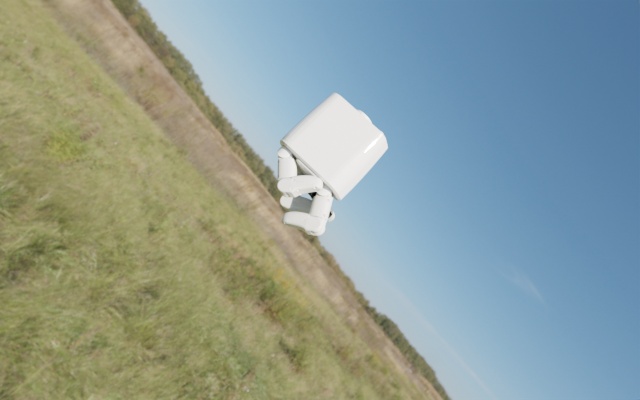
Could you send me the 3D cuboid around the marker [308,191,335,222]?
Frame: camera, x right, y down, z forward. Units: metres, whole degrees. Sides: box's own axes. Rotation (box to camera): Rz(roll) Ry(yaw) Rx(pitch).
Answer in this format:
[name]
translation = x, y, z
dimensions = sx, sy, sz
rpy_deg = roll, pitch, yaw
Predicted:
[marker]
translation = 0.000, 0.002, 0.702
dimensions = 0.020, 0.020, 0.121
rpy_deg = 0, -22, 14
